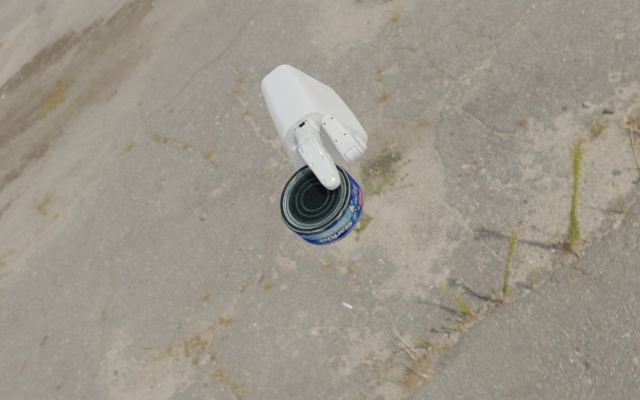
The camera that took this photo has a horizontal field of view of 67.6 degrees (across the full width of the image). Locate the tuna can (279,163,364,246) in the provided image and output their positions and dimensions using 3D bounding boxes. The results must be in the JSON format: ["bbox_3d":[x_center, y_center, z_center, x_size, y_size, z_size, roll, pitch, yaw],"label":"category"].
[{"bbox_3d":[0.000,0.001,0.503,0.086,0.086,0.034,0,-24,29],"label":"tuna can"}]
